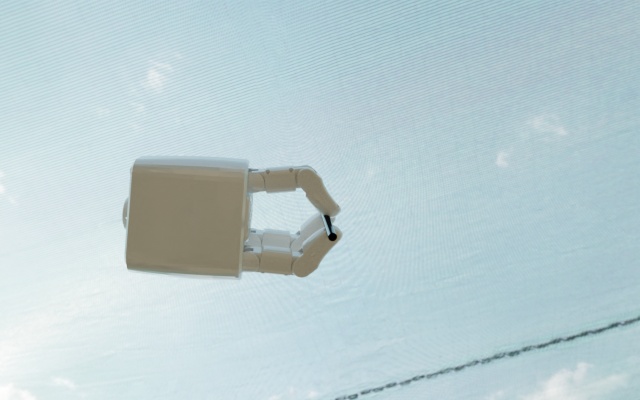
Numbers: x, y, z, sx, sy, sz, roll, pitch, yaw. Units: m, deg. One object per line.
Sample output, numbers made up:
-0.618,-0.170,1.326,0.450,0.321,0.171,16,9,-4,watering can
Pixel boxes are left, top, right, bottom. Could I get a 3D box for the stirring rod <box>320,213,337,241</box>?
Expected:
0.000,0.002,0.532,0.011,0.011,0.239,0,14,-5,stirring rod
